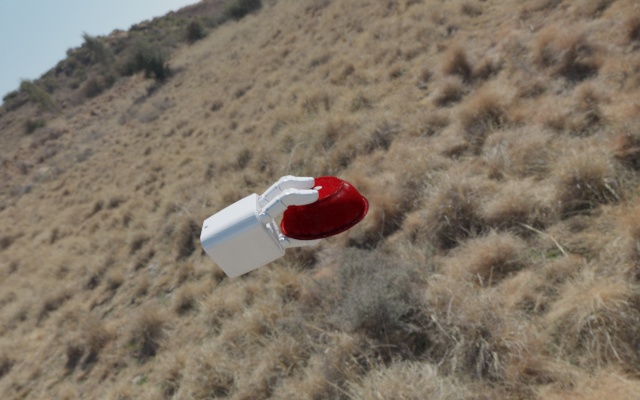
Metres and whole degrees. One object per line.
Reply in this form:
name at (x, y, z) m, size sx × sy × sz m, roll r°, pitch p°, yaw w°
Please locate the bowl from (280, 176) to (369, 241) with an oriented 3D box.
bowl at (0.001, 0.002, 0.827) m, size 0.162 × 0.055 × 0.162 m, roll -13°, pitch 25°, yaw 6°
